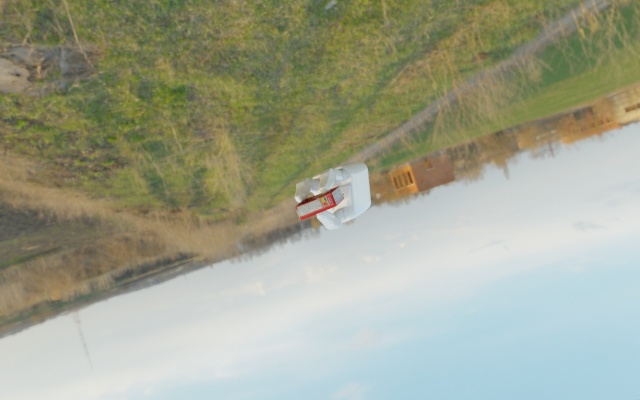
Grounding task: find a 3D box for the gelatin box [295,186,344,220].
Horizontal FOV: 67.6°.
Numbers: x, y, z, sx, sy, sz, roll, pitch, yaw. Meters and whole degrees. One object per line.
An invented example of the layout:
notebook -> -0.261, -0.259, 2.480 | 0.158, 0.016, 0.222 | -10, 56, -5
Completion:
gelatin box -> 0.000, 0.003, 0.889 | 0.073, 0.030, 0.089 | -21, 5, 15
